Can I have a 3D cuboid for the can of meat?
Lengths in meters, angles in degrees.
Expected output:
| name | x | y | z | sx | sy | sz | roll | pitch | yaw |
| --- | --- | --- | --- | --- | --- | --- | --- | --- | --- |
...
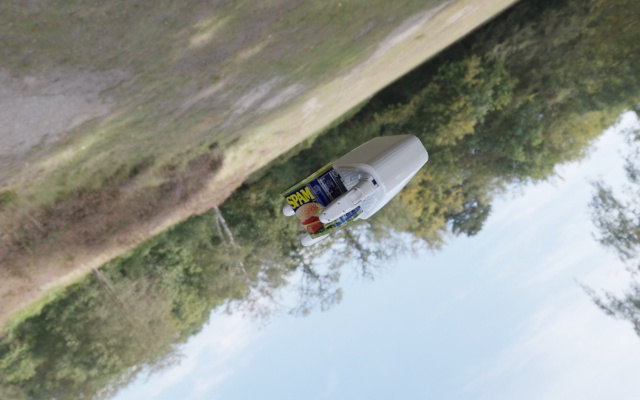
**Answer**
| name | x | y | z | sx | sy | sz | roll | pitch | yaw |
| --- | --- | --- | --- | --- | --- | --- | --- | --- | --- |
| can of meat | 0.000 | 0.003 | 0.685 | 0.057 | 0.084 | 0.102 | -37 | 6 | -33 |
